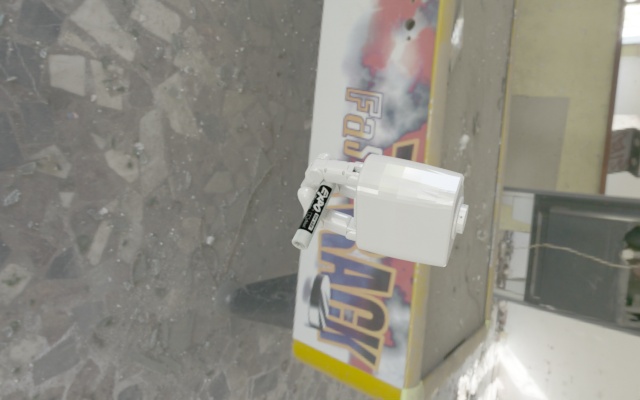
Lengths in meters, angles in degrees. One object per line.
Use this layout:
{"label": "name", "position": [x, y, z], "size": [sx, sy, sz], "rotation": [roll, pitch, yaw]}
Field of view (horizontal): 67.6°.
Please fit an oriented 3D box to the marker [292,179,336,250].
{"label": "marker", "position": [0.000, 0.002, 0.547], "size": [0.020, 0.121, 0.020], "rotation": [19, -31, 12]}
